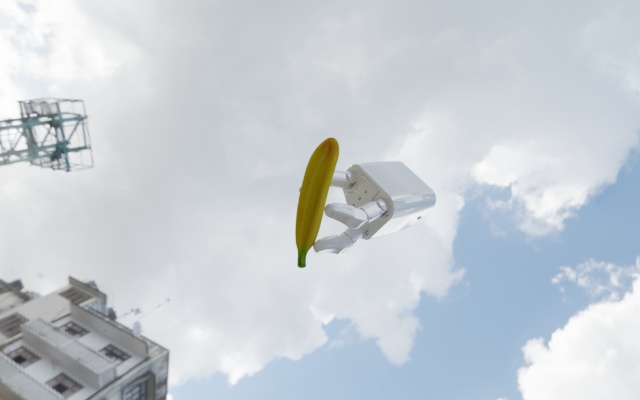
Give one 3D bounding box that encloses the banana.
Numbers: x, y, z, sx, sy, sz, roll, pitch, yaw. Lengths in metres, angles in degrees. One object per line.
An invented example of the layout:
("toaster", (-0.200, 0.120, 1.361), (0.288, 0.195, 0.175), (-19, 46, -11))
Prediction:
("banana", (-0.005, -0.005, 0.641), (0.037, 0.198, 0.069), (1, 32, -18))
